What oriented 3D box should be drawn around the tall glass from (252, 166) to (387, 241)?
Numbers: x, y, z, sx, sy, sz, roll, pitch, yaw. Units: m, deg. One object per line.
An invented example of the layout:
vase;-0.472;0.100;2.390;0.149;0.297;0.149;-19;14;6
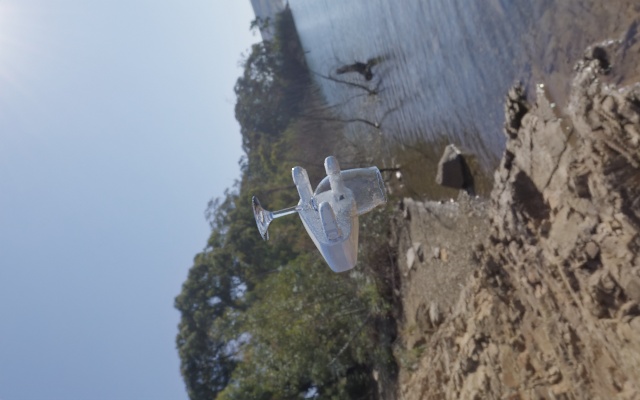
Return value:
tall glass;-0.001;0.003;0.752;0.201;0.079;0.079;-16;-1;2
